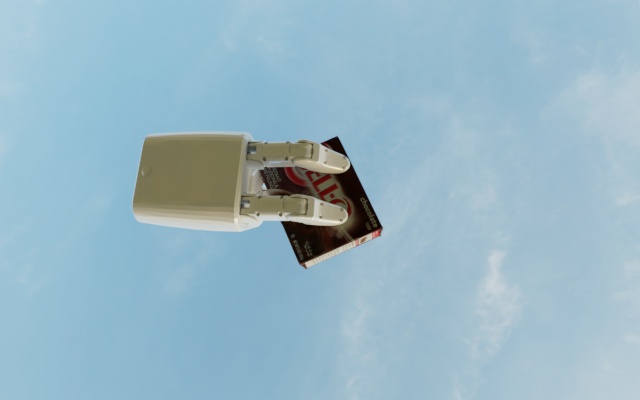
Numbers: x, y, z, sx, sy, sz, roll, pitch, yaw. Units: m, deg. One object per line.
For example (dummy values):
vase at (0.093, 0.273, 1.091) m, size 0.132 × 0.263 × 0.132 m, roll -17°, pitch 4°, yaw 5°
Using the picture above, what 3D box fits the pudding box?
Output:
pudding box at (0.000, 0.002, 0.491) m, size 0.090 × 0.113 × 0.039 m, roll -24°, pitch -16°, yaw -2°
